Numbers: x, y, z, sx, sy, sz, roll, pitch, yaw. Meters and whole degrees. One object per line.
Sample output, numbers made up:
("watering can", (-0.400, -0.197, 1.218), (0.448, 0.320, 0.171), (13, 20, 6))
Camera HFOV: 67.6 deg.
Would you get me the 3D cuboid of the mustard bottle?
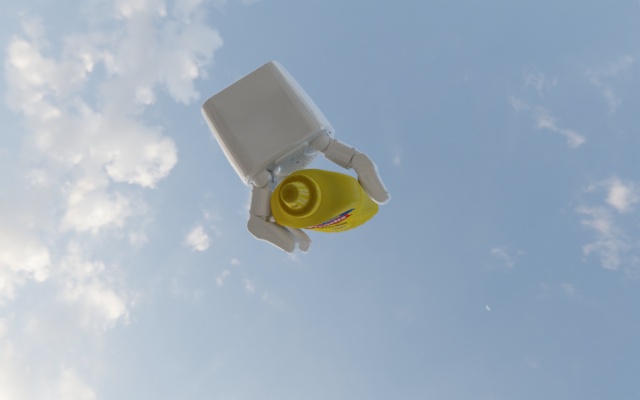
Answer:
("mustard bottle", (0.000, 0.002, 0.517), (0.096, 0.058, 0.191), (-13, -9, 15))
